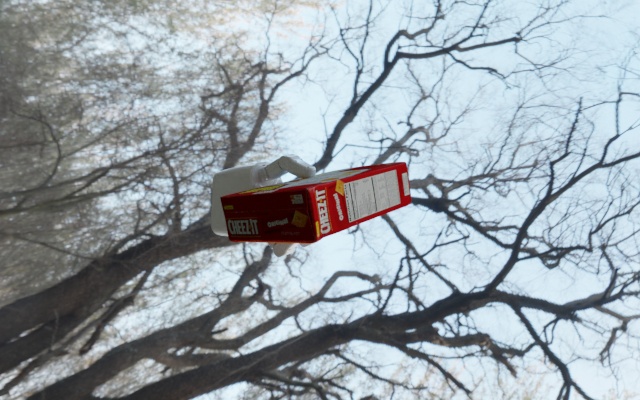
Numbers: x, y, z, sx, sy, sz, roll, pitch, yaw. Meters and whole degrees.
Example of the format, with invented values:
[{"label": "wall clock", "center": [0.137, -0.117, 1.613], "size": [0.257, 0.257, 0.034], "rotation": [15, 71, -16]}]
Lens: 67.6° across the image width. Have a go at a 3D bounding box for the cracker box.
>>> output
[{"label": "cracker box", "center": [0.000, 0.002, 0.659], "size": [0.164, 0.072, 0.213], "rotation": [-5, 8, 42]}]
